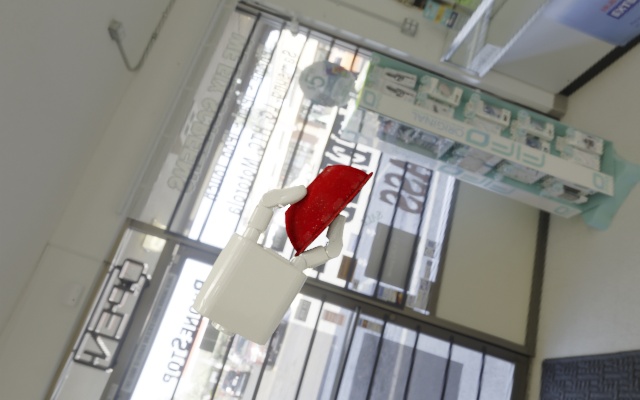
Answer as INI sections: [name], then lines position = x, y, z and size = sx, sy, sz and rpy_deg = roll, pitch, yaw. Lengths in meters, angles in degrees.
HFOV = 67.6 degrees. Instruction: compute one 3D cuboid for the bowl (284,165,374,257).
[bowl]
position = 0.001, 0.001, 0.666
size = 0.055, 0.162, 0.162
rpy_deg = 43, -1, 0
